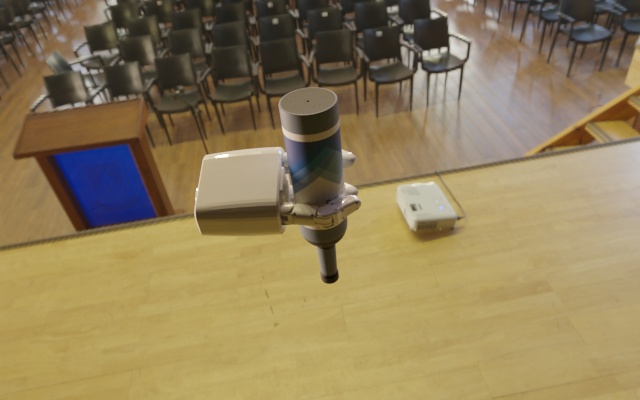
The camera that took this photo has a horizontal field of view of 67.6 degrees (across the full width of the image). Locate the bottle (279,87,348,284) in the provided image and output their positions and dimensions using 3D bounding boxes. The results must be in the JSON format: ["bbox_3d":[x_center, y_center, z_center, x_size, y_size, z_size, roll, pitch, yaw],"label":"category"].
[{"bbox_3d":[0.000,0.002,0.625,0.069,0.296,0.069,-4,39,3],"label":"bottle"}]
